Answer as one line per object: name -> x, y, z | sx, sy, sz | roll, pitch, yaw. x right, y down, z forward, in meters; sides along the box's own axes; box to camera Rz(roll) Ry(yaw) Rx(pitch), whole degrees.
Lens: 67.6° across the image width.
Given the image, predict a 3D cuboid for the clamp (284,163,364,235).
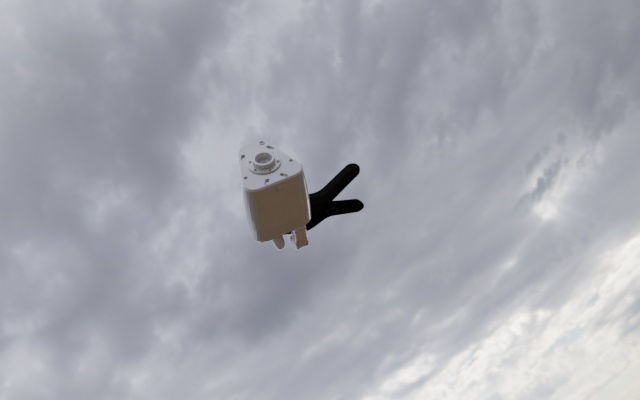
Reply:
clamp -> 0.000, 0.002, 0.799 | 0.171, 0.120, 0.039 | -23, 48, -18
